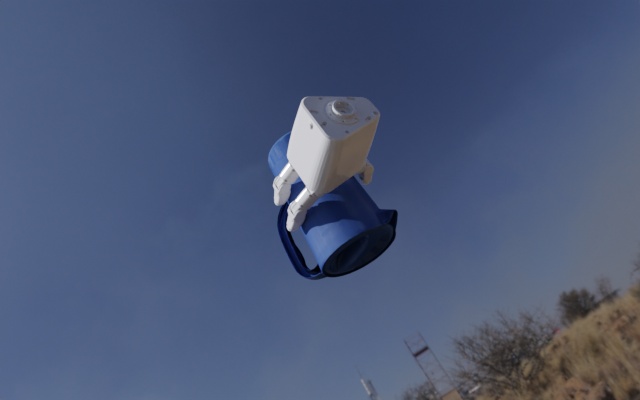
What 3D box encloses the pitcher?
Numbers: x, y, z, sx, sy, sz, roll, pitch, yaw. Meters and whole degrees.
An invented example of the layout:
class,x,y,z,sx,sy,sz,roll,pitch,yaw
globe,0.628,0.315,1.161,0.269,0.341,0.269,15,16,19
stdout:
class,x,y,z,sx,sy,sz,roll,pitch,yaw
pitcher,0.000,0.002,0.795,0.149,0.242,0.145,-17,-32,-26
